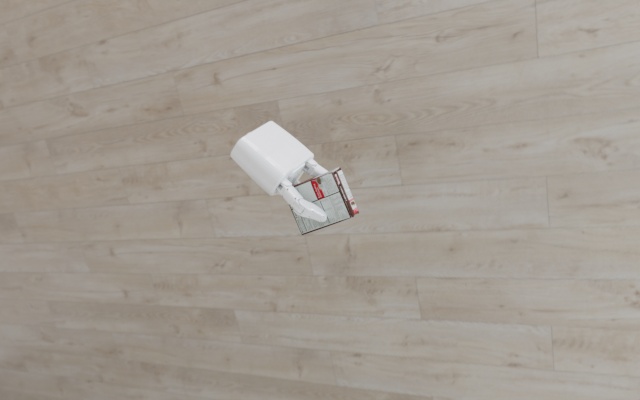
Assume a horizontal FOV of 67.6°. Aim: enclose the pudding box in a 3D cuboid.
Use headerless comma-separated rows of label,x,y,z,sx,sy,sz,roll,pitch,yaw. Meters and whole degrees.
pudding box,0.000,0.003,0.850,0.113,0.090,0.039,-20,6,31
